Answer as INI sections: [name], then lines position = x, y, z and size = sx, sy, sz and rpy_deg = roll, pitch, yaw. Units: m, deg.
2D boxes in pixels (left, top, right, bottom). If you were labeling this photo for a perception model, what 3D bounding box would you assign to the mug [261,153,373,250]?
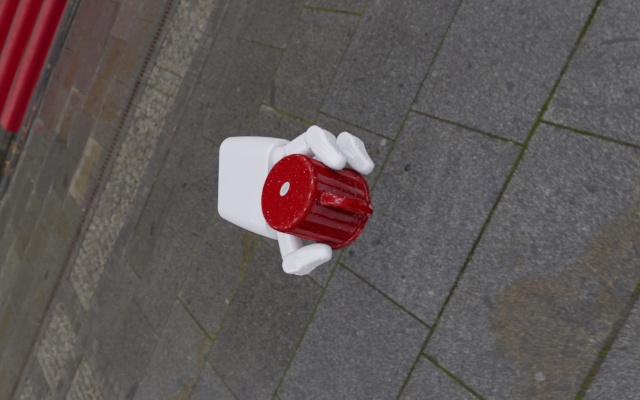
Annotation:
[mug]
position = 0.001, 0.002, 0.491
size = 0.081, 0.093, 0.117
rpy_deg = 18, -4, -43
